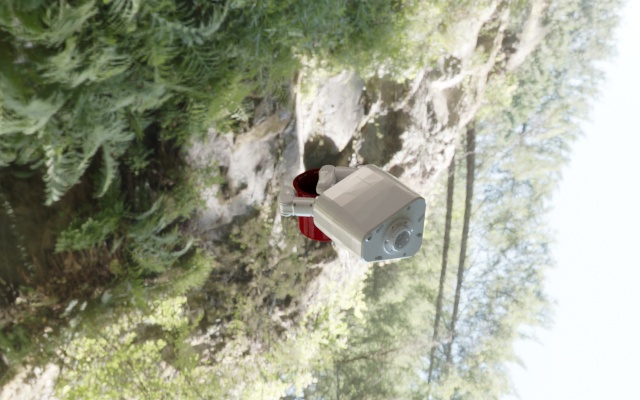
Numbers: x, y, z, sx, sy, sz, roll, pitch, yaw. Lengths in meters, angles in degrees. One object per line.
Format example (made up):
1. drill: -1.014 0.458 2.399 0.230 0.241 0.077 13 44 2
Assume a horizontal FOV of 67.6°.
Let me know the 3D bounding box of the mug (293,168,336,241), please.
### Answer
1. mug: -0.001 0.002 0.726 0.093 0.081 0.117 -18 34 -27
